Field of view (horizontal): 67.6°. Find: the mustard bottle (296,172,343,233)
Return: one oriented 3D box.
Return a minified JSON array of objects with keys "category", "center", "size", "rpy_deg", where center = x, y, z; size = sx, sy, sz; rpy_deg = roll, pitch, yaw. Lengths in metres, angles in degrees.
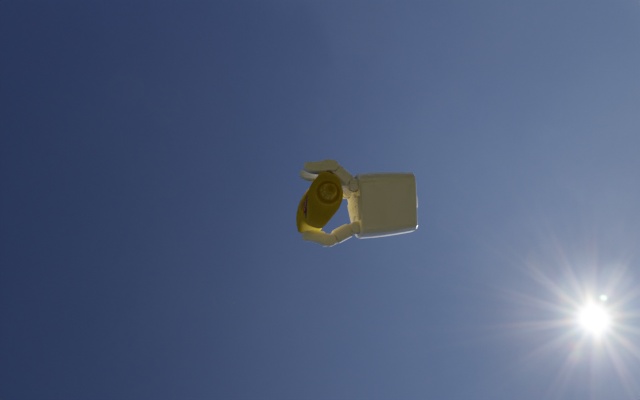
[{"category":"mustard bottle","center":[0.000,0.003,0.825],"size":[0.058,0.096,0.192],"rpy_deg":[20,-15,-6]}]
